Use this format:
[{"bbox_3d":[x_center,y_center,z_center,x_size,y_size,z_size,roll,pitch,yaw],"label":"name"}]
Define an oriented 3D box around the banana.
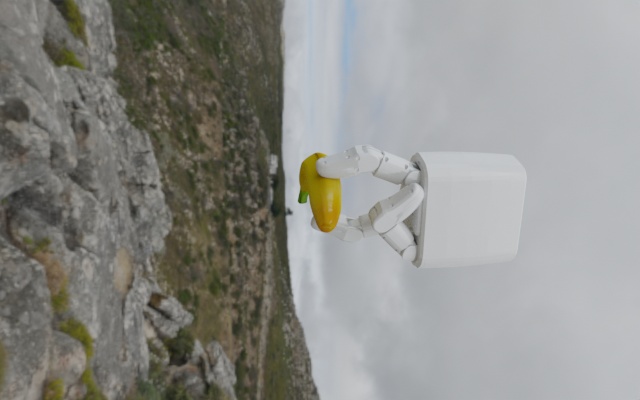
[{"bbox_3d":[-0.001,-0.017,0.523,0.037,0.069,0.198,-1,8,-7],"label":"banana"}]
